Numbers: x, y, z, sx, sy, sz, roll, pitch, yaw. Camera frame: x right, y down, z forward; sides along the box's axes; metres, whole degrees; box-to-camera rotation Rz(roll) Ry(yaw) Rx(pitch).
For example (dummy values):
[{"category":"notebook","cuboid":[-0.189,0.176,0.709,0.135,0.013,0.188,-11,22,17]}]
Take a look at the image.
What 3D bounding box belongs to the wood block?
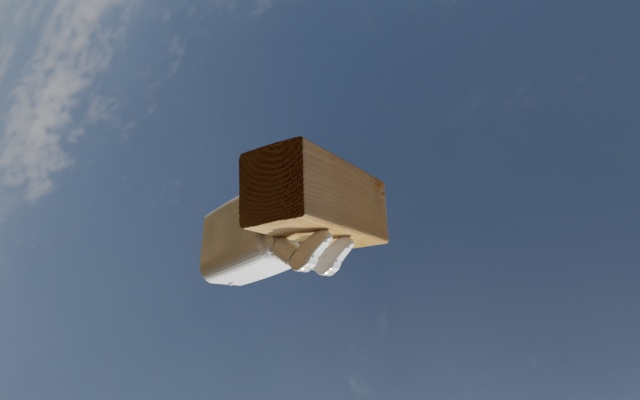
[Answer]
[{"category":"wood block","cuboid":[0.000,0.002,0.597,0.090,0.090,0.206,-12,-18,30]}]
